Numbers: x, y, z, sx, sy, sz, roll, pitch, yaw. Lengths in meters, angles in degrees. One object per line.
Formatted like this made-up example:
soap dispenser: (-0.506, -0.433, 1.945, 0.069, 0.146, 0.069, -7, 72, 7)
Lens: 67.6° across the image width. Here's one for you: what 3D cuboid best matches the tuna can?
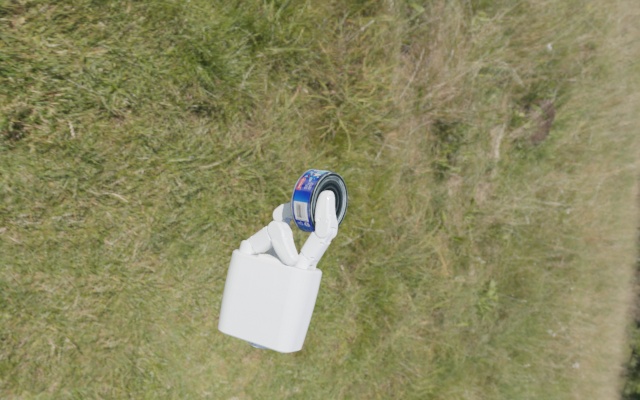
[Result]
tuna can: (0.001, 0.002, 0.634, 0.034, 0.086, 0.086, 9, 5, 36)
